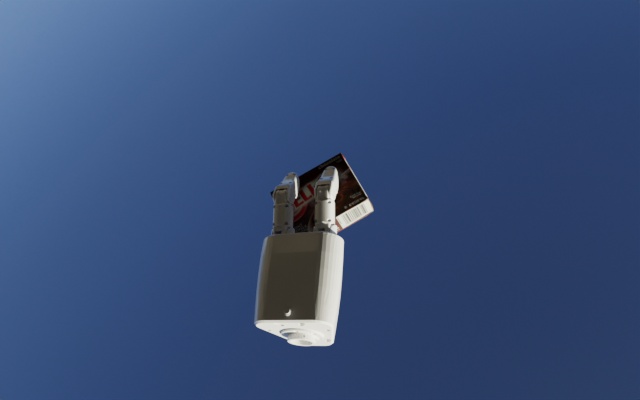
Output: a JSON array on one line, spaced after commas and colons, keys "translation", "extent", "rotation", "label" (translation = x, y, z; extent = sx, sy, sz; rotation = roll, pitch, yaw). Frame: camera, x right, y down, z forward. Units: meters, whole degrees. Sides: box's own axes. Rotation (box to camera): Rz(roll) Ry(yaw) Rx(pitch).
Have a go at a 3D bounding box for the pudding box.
[{"translation": [0.000, 0.002, 0.624], "extent": [0.113, 0.090, 0.039], "rotation": [-28, -37, 2], "label": "pudding box"}]
